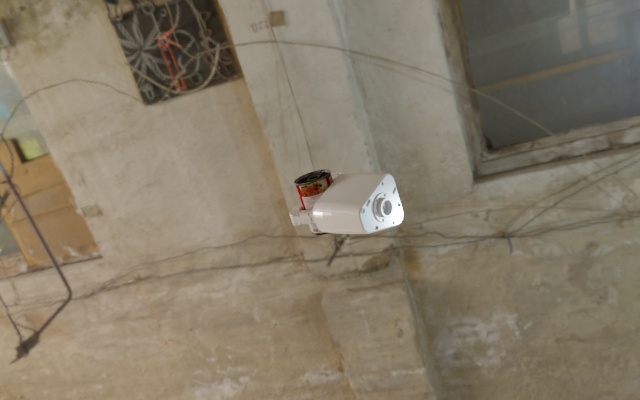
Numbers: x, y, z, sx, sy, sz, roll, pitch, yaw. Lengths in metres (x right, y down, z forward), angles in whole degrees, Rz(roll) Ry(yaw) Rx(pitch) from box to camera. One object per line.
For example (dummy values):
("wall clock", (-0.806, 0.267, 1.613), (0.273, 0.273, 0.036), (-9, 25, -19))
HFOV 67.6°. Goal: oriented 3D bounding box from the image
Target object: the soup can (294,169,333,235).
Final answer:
("soup can", (0.000, 0.003, 0.866), (0.068, 0.102, 0.068), (-17, 17, 5))
